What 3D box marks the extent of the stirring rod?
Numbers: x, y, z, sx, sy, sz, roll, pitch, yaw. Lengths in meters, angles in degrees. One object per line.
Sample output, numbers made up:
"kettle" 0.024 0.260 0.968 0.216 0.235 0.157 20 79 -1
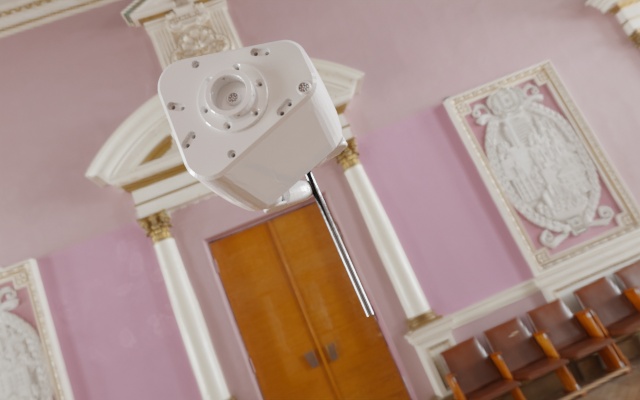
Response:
"stirring rod" 0.000 0.002 0.479 0.011 0.239 0.011 -22 -13 -6
